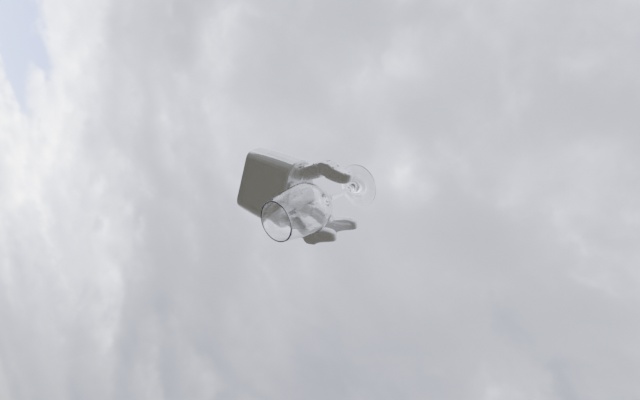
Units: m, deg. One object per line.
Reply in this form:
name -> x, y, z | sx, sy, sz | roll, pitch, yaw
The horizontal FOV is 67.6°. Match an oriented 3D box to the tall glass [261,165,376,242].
tall glass -> 0.001, 0.002, 0.741 | 0.079, 0.079, 0.201 | 0, 16, 41
